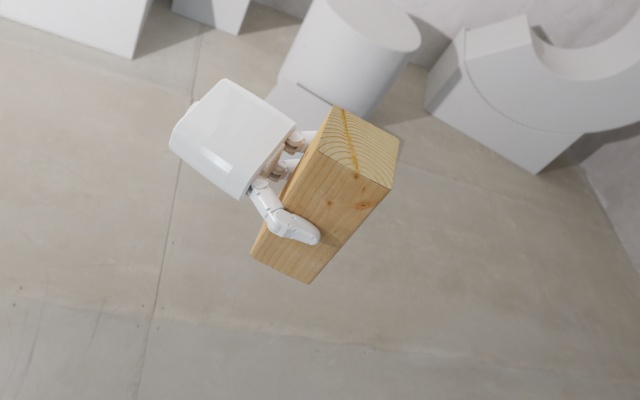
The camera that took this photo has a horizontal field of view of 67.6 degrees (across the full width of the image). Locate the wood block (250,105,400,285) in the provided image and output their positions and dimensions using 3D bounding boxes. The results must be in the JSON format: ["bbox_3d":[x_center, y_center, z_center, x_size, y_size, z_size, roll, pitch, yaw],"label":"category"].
[{"bbox_3d":[0.000,0.002,0.579,0.090,0.090,0.206,27,-46,-9],"label":"wood block"}]
